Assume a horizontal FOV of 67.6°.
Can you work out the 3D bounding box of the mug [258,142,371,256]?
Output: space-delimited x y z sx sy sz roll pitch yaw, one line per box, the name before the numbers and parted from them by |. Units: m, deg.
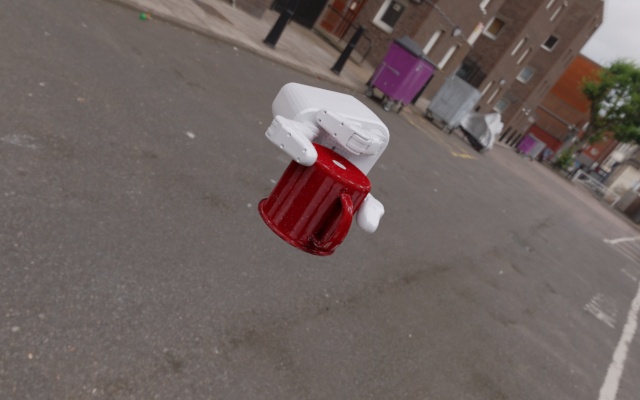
mug | 0.000 0.002 0.470 0.093 0.081 0.117 24 21 -28
